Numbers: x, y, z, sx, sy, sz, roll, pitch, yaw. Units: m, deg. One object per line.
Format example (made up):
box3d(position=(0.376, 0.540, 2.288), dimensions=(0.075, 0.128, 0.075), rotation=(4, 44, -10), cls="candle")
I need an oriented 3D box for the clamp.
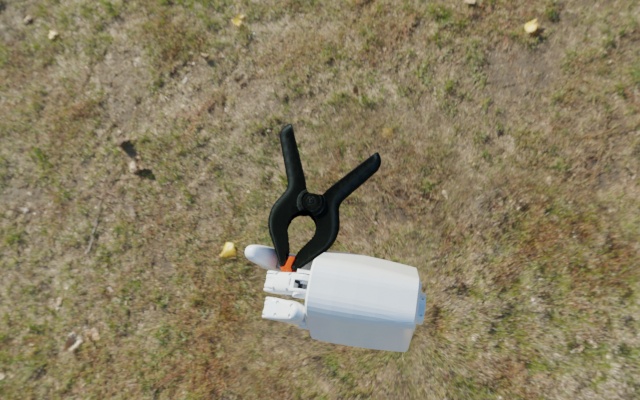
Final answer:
box3d(position=(0.000, 0.002, 0.536), dimensions=(0.120, 0.171, 0.039), rotation=(9, -12, 7), cls="clamp")
